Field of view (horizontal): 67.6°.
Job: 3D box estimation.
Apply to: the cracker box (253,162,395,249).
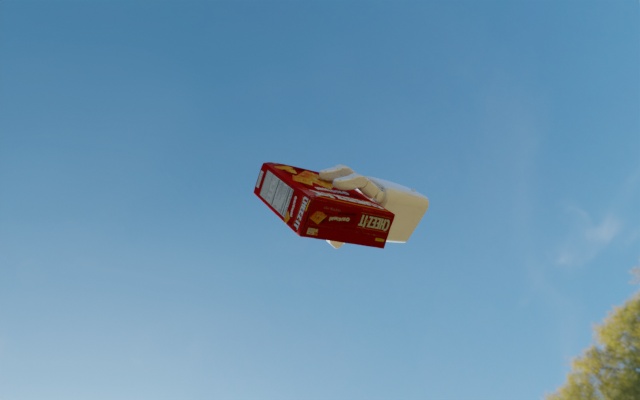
[{"bbox_3d":[0.000,0.003,0.828,0.164,0.072,0.213,11,13,-31],"label":"cracker box"}]
